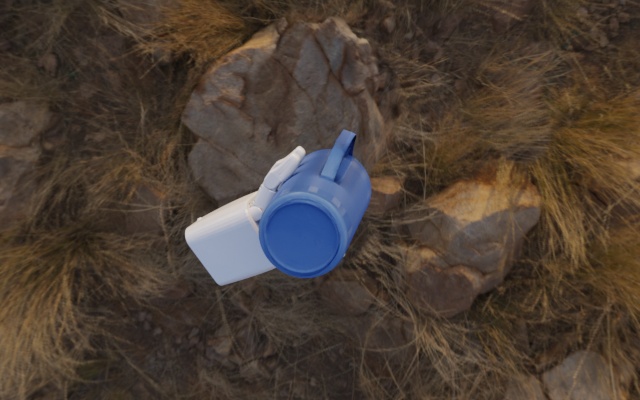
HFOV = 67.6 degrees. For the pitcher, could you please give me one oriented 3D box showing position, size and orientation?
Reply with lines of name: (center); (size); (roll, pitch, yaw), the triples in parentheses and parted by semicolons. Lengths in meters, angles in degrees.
pitcher: (0.000, 0.002, 0.662); (0.145, 0.149, 0.242); (-22, 11, 14)
